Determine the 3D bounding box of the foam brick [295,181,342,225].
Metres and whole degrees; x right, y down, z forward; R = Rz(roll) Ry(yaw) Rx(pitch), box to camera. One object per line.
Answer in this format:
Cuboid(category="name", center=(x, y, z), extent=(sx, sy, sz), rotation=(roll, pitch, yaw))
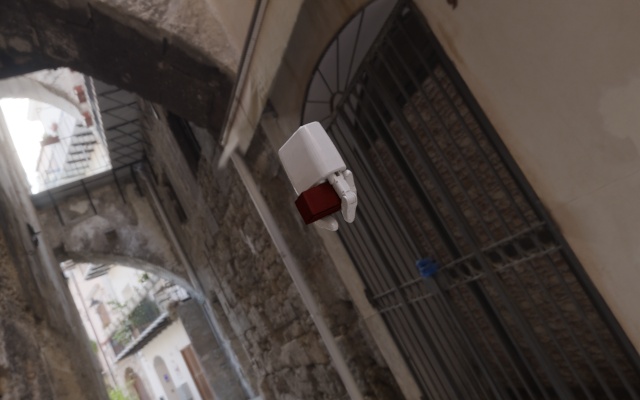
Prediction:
Cuboid(category="foam brick", center=(0.000, 0.003, 0.888), extent=(0.078, 0.051, 0.053), rotation=(-23, -12, -26))
